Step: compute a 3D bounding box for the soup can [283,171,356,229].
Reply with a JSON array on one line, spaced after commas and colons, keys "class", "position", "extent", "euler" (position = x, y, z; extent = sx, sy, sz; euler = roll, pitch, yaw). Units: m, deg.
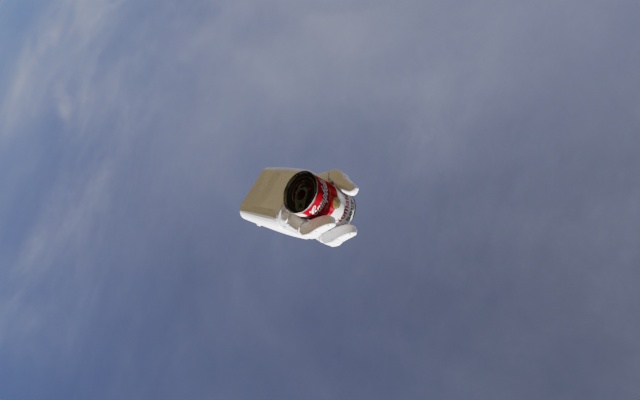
[{"class": "soup can", "position": [0.001, 0.003, 0.751], "extent": [0.068, 0.068, 0.102], "euler": [0, -18, 41]}]
